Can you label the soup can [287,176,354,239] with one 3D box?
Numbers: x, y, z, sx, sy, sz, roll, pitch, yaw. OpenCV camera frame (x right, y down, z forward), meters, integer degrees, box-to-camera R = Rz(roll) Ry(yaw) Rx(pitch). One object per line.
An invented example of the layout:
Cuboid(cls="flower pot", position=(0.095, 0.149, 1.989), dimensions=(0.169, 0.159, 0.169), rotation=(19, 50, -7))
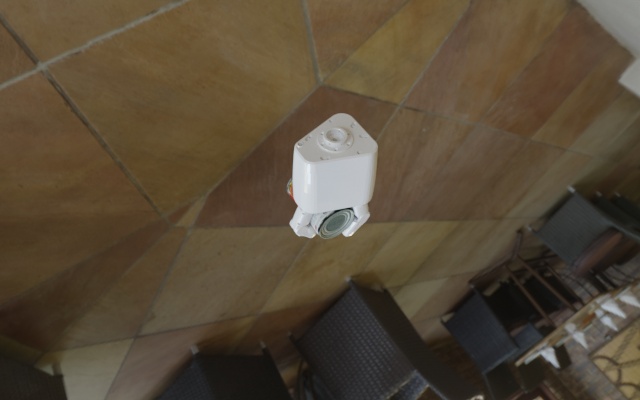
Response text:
Cuboid(cls="soup can", position=(0.000, 0.003, 0.764), dimensions=(0.068, 0.068, 0.102), rotation=(0, 43, -44))
